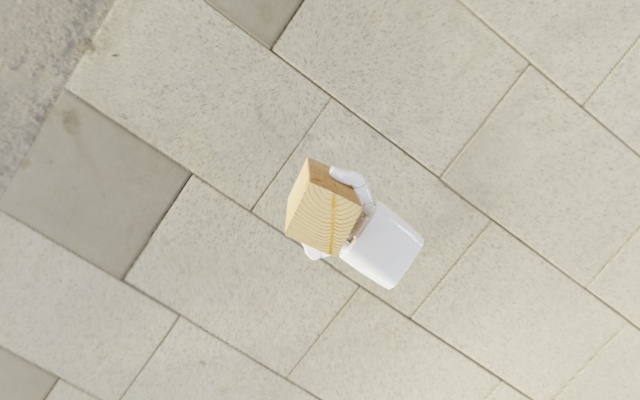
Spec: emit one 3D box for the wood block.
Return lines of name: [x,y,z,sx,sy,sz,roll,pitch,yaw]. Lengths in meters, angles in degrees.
wood block: [0.001,0.003,0.797,0.090,0.091,0.206,25,13,-9]
